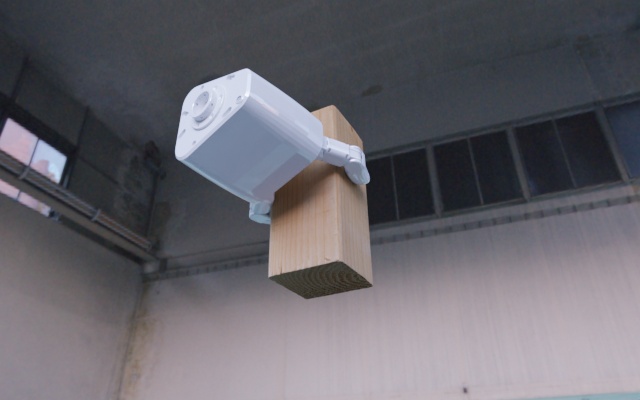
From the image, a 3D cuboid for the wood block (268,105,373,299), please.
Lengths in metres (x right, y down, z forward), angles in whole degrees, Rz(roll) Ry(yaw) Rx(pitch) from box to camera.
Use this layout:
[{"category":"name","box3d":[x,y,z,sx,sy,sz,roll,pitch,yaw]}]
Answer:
[{"category":"wood block","box3d":[0.000,0.002,0.577,0.091,0.206,0.090,-16,-33,24]}]
